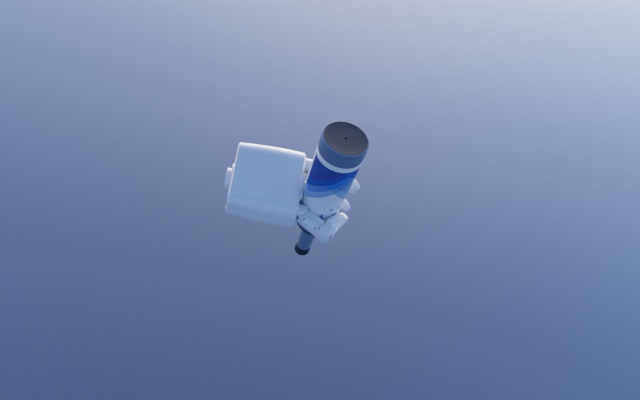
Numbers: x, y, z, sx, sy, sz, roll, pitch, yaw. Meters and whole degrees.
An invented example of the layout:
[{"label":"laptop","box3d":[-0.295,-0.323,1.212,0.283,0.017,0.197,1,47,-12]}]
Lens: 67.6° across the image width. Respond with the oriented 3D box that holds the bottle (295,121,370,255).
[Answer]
[{"label":"bottle","box3d":[0.000,0.002,0.753,0.069,0.069,0.296,0,-36,-17]}]
